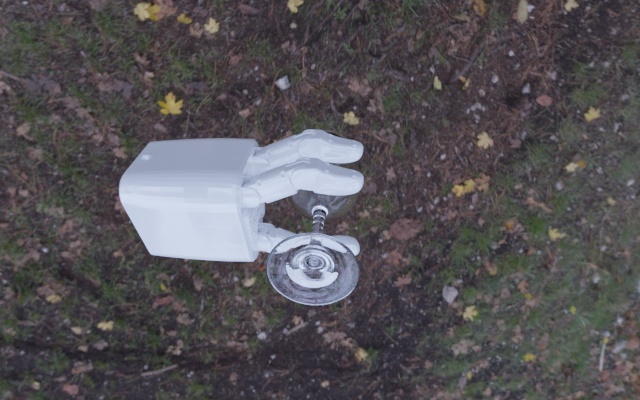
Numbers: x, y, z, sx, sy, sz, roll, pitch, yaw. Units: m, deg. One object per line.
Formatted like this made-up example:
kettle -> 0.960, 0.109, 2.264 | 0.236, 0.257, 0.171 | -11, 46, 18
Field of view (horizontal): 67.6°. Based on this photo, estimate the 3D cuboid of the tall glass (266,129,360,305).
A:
tall glass -> 0.000, 0.002, 0.458 | 0.079, 0.079, 0.201 | 0, 33, 5
